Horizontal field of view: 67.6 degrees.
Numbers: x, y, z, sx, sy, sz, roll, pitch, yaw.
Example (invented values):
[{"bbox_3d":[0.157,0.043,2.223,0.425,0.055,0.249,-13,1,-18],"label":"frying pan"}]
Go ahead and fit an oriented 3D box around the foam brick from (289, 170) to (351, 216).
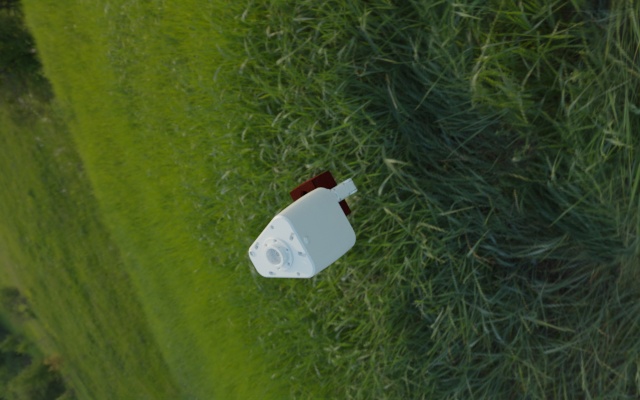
[{"bbox_3d":[0.000,0.002,0.737,0.053,0.078,0.051,-27,3,40],"label":"foam brick"}]
